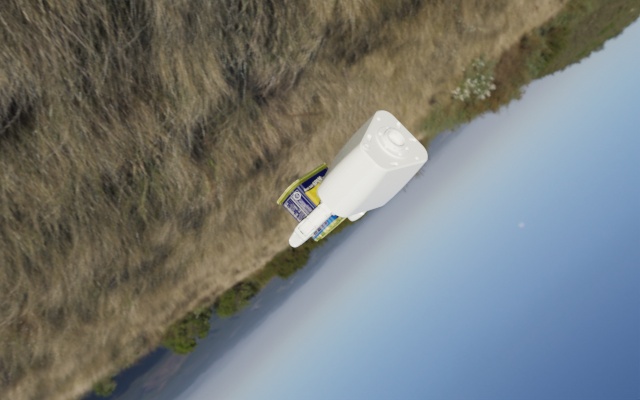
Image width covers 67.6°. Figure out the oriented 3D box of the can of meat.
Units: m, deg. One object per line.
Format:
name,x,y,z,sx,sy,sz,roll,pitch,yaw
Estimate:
can of meat,0.000,0.003,0.713,0.102,0.084,0.057,-37,-9,-48
